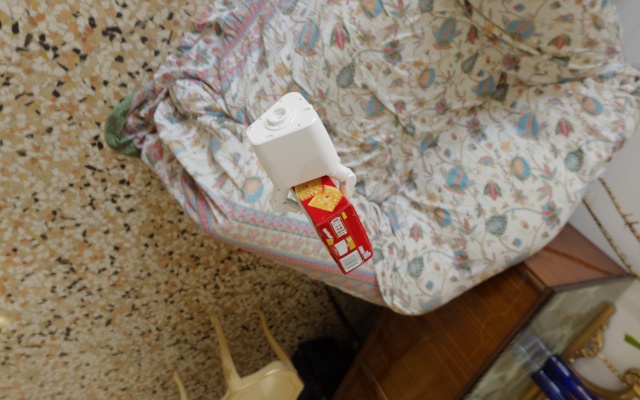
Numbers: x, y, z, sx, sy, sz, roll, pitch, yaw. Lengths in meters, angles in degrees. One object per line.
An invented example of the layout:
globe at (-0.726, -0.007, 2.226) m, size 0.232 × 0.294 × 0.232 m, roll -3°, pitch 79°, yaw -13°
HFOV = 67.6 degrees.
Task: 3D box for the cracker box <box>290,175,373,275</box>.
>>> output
cracker box at (0.000, 0.003, 0.844) m, size 0.072 × 0.213 × 0.164 m, roll -32°, pitch -41°, yaw -3°
